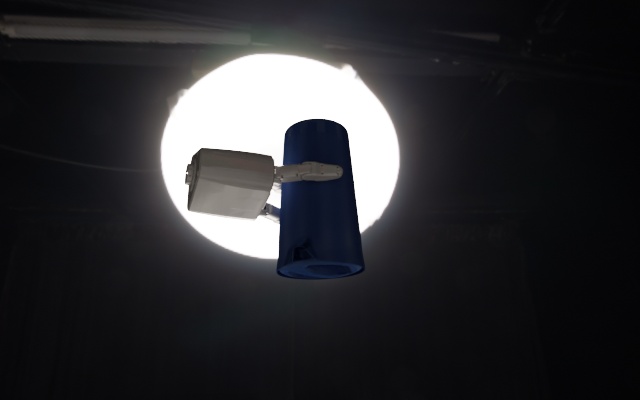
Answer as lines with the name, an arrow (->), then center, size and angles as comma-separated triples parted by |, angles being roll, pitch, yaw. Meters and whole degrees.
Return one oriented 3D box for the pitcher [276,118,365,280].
pitcher -> 0.000, 0.002, 0.759 | 0.145, 0.242, 0.149 | 7, -21, -21
